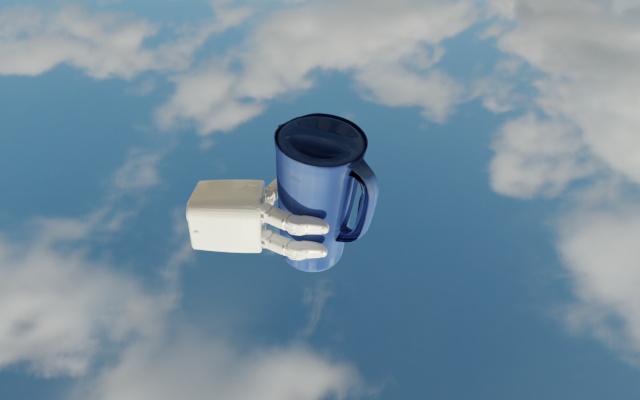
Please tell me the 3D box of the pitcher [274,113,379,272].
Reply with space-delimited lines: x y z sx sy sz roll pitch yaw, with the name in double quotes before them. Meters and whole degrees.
"pitcher" 0.000 0.002 0.743 0.145 0.243 0.149 2 42 -4
